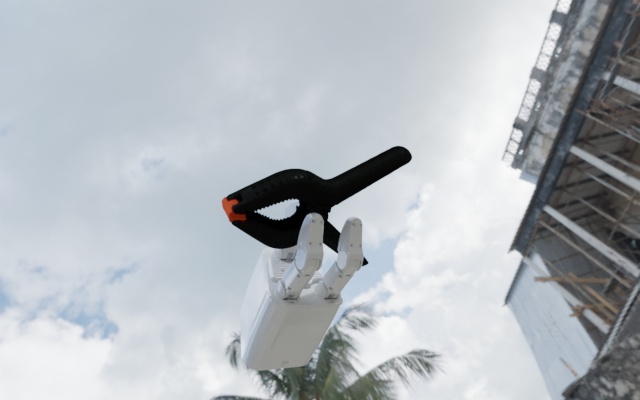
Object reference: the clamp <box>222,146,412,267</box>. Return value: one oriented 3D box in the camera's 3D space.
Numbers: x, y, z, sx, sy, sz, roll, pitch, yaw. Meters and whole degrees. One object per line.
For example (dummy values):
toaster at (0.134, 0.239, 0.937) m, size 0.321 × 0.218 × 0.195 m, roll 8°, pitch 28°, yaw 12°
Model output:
clamp at (-0.001, 0.001, 0.521) m, size 0.210 × 0.165 × 0.036 m, roll 8°, pitch 27°, yaw -34°
